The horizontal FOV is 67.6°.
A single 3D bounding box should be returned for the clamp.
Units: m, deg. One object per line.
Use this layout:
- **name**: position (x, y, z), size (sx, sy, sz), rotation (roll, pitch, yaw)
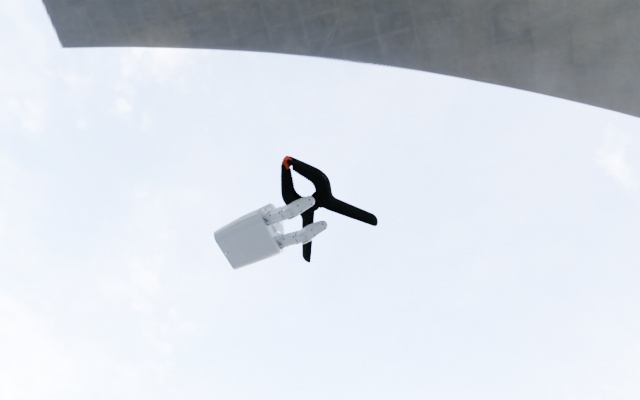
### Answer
- **clamp**: position (0.000, 0.002, 0.894), size (0.164, 0.210, 0.036), rotation (-24, 19, 10)
